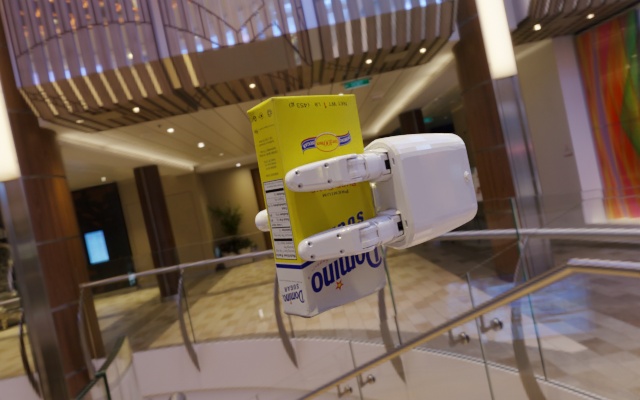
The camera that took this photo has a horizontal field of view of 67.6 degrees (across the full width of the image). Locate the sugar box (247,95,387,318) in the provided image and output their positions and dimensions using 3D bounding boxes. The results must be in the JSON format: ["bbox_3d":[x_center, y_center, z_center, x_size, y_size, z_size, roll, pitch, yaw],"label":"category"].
[{"bbox_3d":[0.000,0.001,0.411,0.093,0.176,0.048,-13,1,-38],"label":"sugar box"}]
